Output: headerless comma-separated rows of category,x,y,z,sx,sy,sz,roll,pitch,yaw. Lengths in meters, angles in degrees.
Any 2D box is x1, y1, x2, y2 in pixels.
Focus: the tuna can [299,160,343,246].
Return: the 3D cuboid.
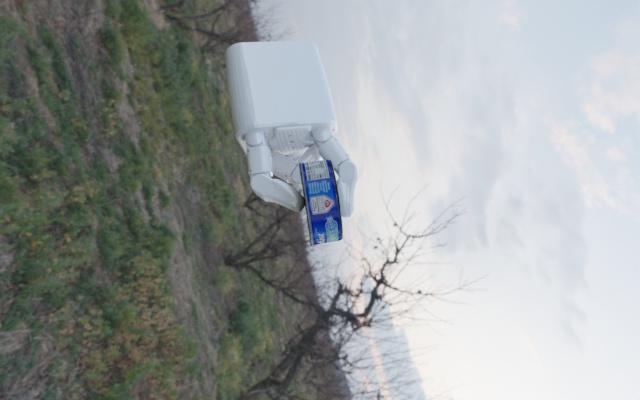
tuna can,0.001,0.002,0.487,0.034,0.086,0.086,-8,0,-2
